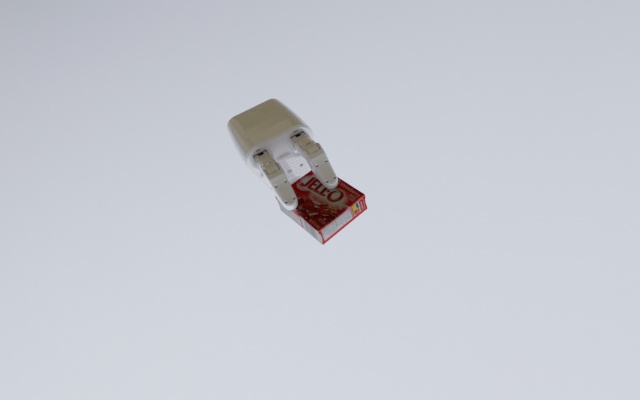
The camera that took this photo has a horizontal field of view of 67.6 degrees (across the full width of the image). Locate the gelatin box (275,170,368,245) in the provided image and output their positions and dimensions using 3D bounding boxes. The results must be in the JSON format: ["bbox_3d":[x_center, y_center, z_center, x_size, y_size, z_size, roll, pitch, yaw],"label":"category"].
[{"bbox_3d":[0.000,0.002,0.577,0.073,0.030,0.089,-37,48,-19],"label":"gelatin box"}]
